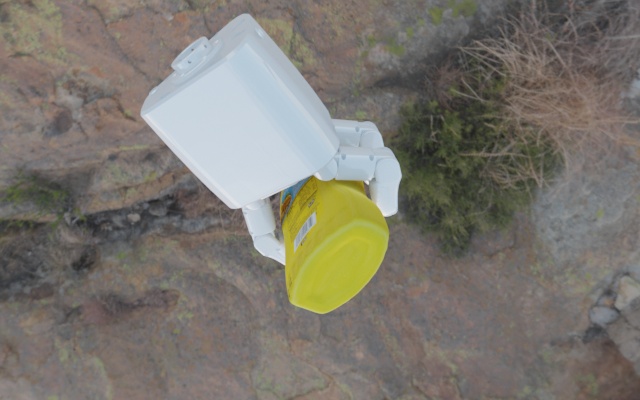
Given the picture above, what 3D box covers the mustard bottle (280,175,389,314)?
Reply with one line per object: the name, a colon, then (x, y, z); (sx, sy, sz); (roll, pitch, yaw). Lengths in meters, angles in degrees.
mustard bottle: (0.000, 0.002, 0.430); (0.058, 0.096, 0.191); (23, 26, -23)
